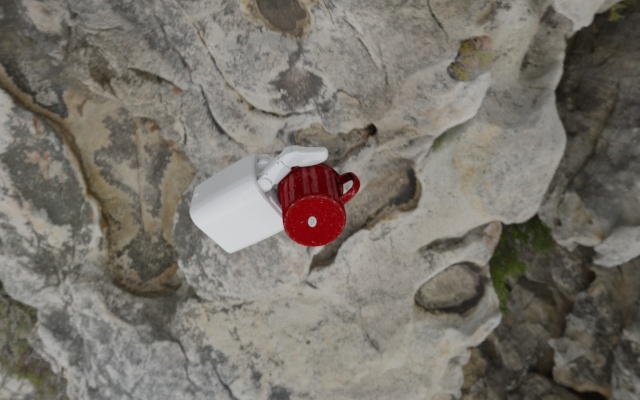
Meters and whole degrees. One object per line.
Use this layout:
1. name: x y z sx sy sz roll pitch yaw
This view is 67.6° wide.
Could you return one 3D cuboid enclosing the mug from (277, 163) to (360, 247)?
1. mug: 0.001 0.002 0.628 0.117 0.093 0.081 -27 30 10
